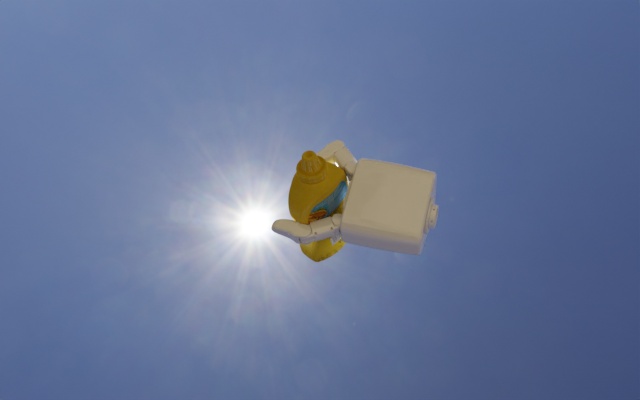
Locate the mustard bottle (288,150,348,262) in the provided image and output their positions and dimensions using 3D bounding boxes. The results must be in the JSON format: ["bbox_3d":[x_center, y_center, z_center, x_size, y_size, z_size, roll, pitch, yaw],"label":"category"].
[{"bbox_3d":[0.000,0.002,0.671,0.058,0.096,0.192,34,-25,31],"label":"mustard bottle"}]
